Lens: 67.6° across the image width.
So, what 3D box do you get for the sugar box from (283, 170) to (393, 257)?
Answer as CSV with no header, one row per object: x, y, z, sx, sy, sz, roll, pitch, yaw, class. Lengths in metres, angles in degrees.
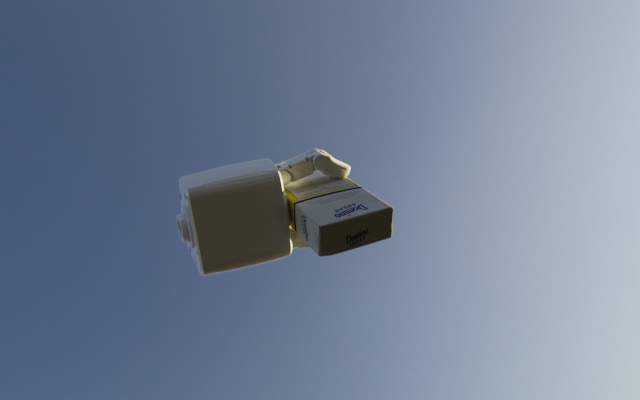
0.000,0.002,0.576,0.093,0.048,0.176,-13,30,-23,sugar box
